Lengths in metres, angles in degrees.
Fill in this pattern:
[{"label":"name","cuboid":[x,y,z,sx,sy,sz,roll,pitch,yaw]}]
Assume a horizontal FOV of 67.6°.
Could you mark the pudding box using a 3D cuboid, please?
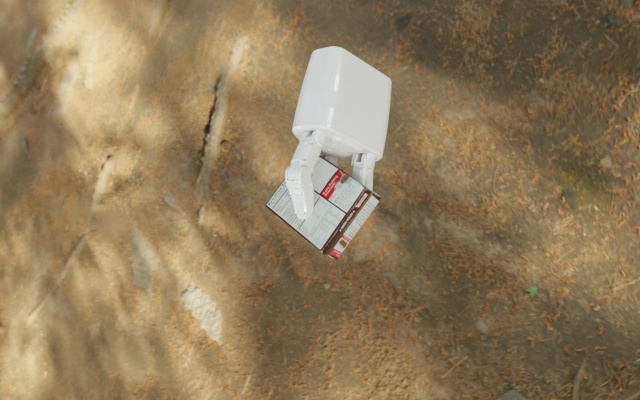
[{"label":"pudding box","cuboid":[0.000,0.002,0.555,0.113,0.090,0.039,36,2,40]}]
